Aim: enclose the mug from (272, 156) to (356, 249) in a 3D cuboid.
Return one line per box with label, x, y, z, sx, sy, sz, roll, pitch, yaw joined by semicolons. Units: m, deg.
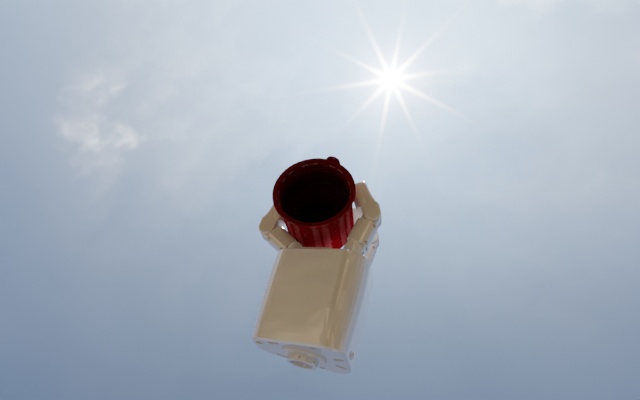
mug;0.000;0.001;0.566;0.093;0.117;0.082;10;-32;14
